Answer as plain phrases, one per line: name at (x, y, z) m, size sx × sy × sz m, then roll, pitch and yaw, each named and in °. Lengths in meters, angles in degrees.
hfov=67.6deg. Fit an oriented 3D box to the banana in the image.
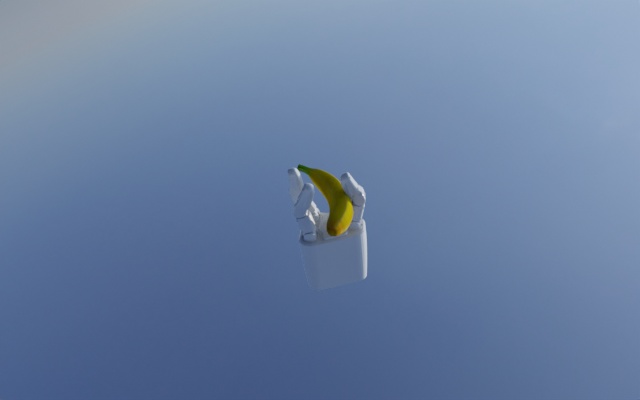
banana at (0.017, 0.000, 0.774) m, size 0.069 × 0.037 × 0.197 m, roll -3°, pitch 32°, yaw -18°
